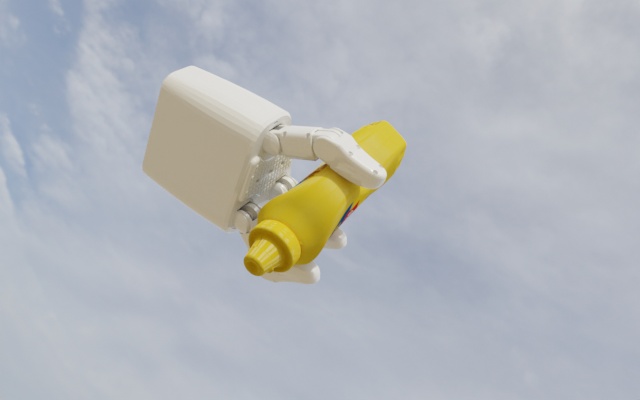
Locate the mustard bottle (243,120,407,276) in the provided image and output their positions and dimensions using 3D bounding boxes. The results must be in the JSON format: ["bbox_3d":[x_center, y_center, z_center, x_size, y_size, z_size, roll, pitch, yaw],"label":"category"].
[{"bbox_3d":[0.000,0.001,0.408,0.096,0.058,0.191,-41,1,44],"label":"mustard bottle"}]
